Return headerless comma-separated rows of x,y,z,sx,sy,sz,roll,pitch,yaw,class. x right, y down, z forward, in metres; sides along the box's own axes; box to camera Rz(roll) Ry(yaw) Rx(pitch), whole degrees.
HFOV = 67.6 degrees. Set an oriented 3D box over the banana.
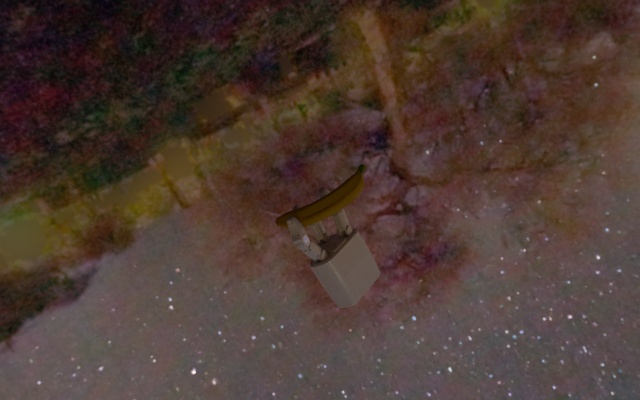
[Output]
0.003,0.008,0.850,0.198,0.037,0.069,-31,19,12,banana
